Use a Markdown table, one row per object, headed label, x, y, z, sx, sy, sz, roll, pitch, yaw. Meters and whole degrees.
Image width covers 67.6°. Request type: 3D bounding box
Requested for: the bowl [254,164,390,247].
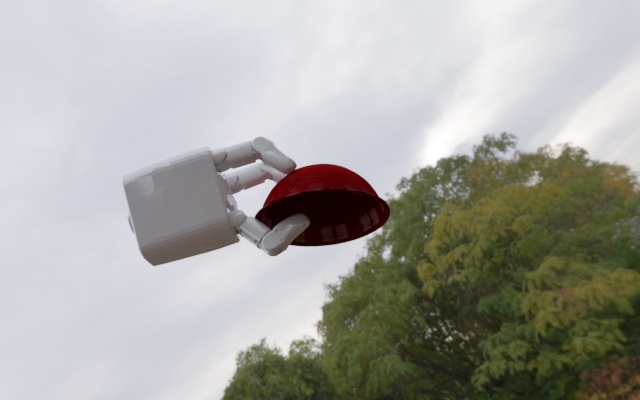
| label | x | y | z | sx | sy | sz | roll | pitch | yaw |
| --- | --- | --- | --- | --- | --- | --- | --- | --- | --- |
| bowl | 0.001 | 0.001 | 0.575 | 0.162 | 0.055 | 0.162 | -4 | -26 | -2 |
